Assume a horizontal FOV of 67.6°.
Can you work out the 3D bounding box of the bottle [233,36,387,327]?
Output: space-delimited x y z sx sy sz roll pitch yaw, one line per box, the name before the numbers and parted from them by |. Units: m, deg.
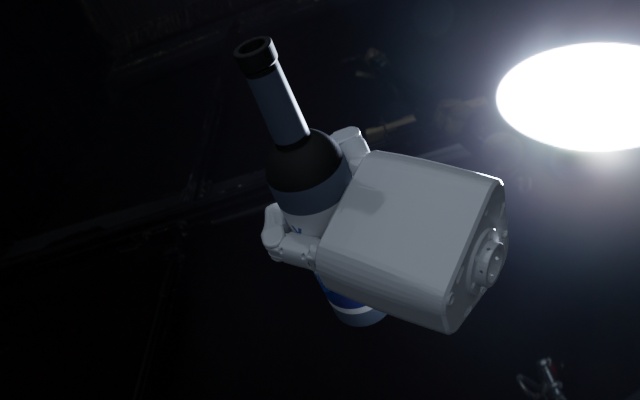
bottle | 0.000 0.002 0.409 0.069 0.069 0.296 0 -44 25
